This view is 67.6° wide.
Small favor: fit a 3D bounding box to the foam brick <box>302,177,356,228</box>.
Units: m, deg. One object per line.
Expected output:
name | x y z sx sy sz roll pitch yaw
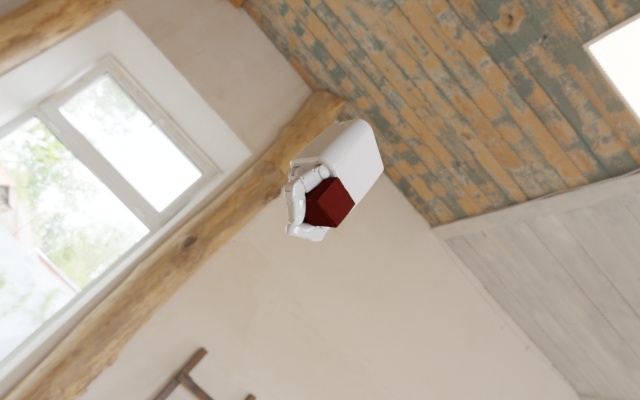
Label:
foam brick | 0.000 0.002 0.681 0.078 0.053 0.051 1 41 52
